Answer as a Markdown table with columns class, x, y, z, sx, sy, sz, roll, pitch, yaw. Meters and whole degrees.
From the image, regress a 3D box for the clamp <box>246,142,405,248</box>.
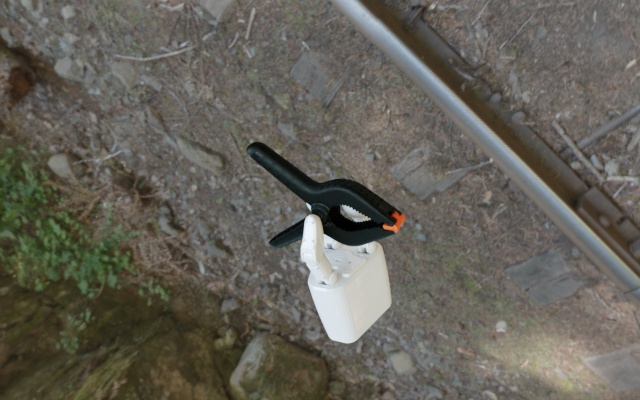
| class | x | y | z | sx | sy | sz | roll | pitch | yaw |
| --- | --- | --- | --- | --- | --- | --- | --- | --- | --- |
| clamp | 0.000 | 0.003 | 0.600 | 0.210 | 0.165 | 0.036 | 4 | 36 | 31 |
